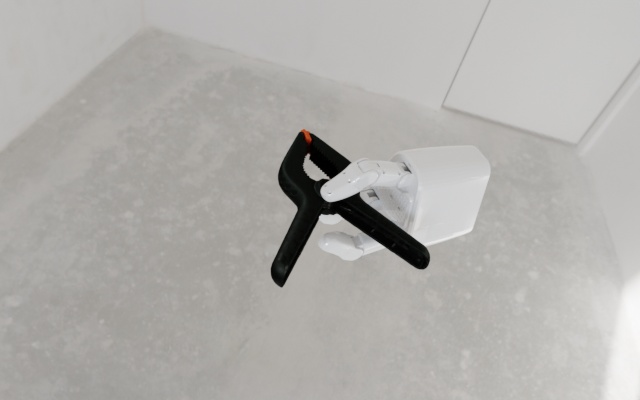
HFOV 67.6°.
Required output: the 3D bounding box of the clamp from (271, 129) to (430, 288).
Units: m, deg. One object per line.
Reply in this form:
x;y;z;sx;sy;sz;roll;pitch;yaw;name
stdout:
0.000;0.001;0.508;0.164;0.209;0.036;-8;-40;-26;clamp
